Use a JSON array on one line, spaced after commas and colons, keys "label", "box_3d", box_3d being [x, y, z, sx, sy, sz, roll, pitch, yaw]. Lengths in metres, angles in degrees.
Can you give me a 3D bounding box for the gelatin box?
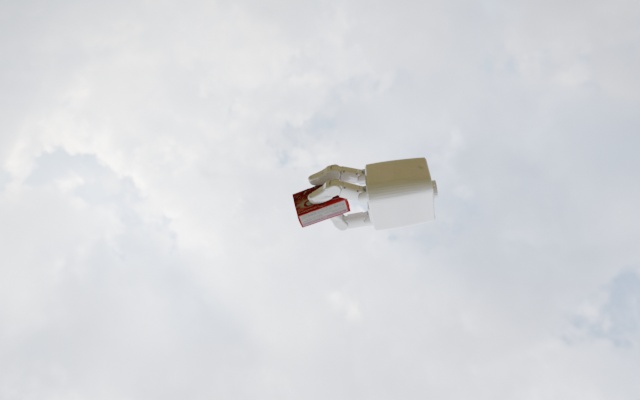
[{"label": "gelatin box", "box_3d": [0.000, 0.003, 0.821, 0.089, 0.030, 0.073, -20, 33, 1]}]
